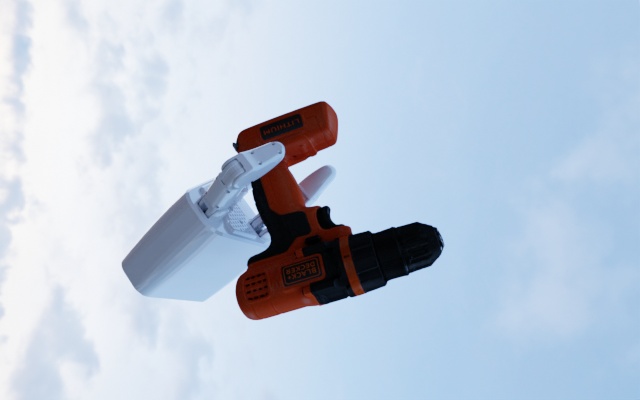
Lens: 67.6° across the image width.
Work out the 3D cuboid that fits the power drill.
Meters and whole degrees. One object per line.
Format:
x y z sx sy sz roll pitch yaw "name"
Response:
0.000 0.001 0.441 0.184 0.187 0.057 -18 -29 7 "power drill"
